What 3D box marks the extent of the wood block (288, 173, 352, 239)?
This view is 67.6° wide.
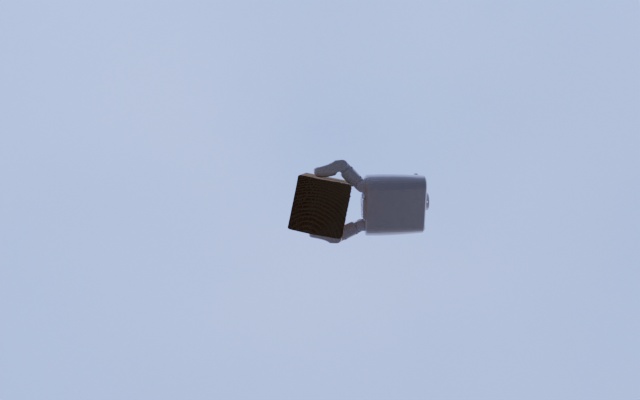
[{"bbox_3d":[0.000,0.003,0.853,0.090,0.091,0.206,11,4,0],"label":"wood block"}]
